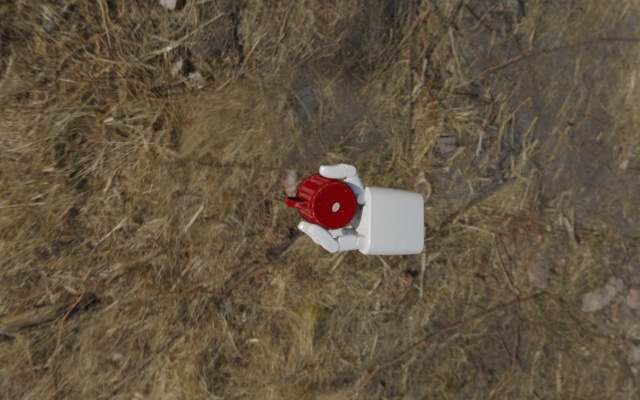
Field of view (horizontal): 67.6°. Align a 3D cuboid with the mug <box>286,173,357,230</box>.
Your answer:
[{"bbox_3d":[-0.001,0.003,0.803,0.117,0.093,0.081,2,8,-18],"label":"mug"}]
